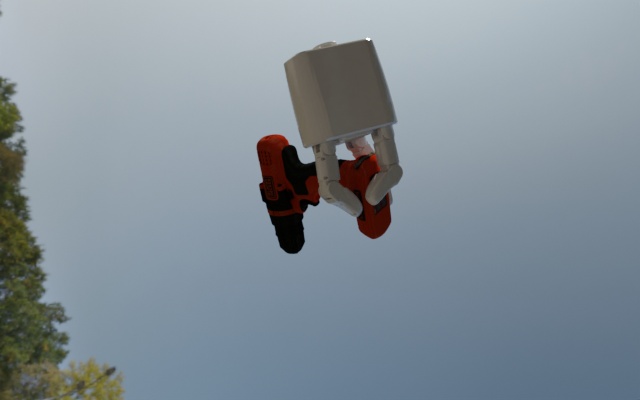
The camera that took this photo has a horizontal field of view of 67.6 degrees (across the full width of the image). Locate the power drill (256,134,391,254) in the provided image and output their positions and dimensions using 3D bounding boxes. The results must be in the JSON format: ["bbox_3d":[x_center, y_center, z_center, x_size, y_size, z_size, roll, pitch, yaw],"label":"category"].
[{"bbox_3d":[0.000,0.002,0.652,0.187,0.184,0.057,6,29,33],"label":"power drill"}]
